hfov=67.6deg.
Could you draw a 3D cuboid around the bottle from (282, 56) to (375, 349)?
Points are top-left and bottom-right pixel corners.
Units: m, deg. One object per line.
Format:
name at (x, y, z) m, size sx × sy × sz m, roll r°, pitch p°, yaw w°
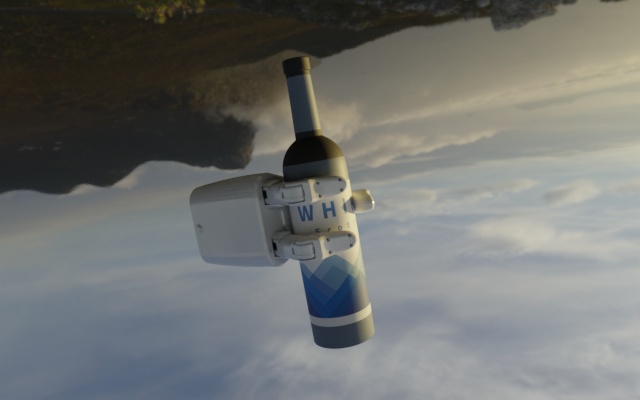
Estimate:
bottle at (0.000, 0.002, 0.499) m, size 0.069 × 0.296 × 0.069 m, roll -10°, pitch 6°, yaw 1°
